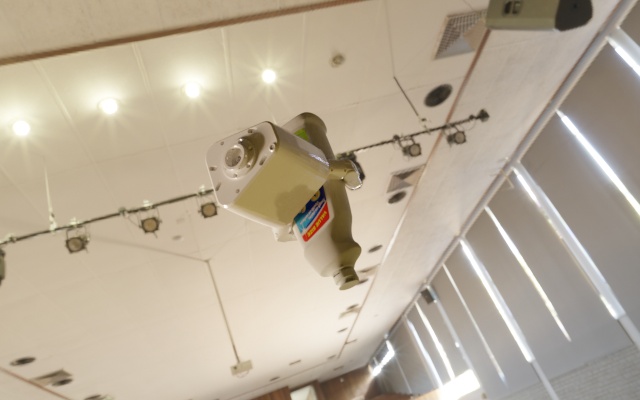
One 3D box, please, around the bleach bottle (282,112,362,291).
[{"bbox_3d":[0.000,0.002,0.664,0.102,0.250,0.068,-33,-30,19],"label":"bleach bottle"}]
